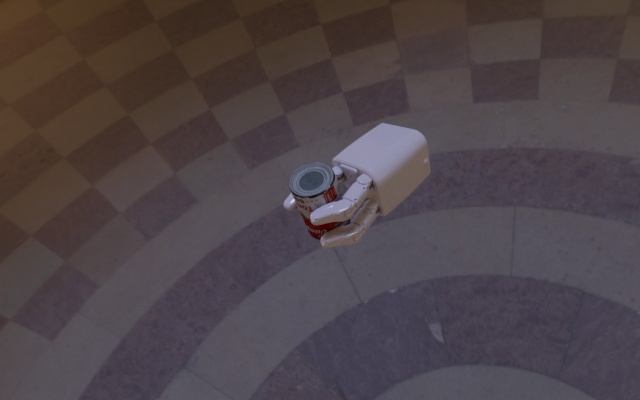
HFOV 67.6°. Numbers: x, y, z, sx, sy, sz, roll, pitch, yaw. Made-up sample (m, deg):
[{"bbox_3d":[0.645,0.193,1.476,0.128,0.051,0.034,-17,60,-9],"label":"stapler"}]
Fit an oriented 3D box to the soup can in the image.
[{"bbox_3d":[0.000,0.002,0.695,0.068,0.068,0.102,0,-40,19],"label":"soup can"}]
